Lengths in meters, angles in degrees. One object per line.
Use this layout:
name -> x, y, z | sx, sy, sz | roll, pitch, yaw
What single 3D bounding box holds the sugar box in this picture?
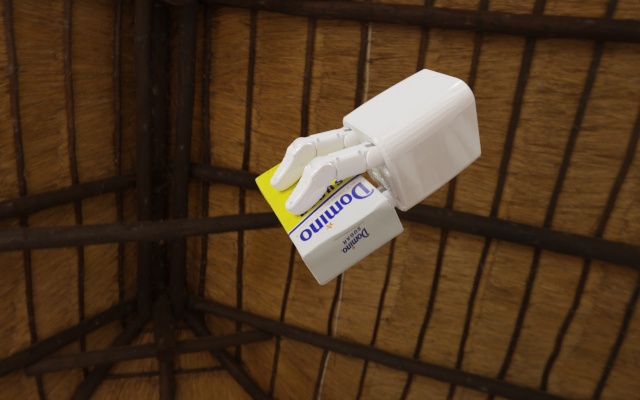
sugar box -> 0.000, 0.001, 0.489 | 0.093, 0.048, 0.176 | -34, 30, -5
